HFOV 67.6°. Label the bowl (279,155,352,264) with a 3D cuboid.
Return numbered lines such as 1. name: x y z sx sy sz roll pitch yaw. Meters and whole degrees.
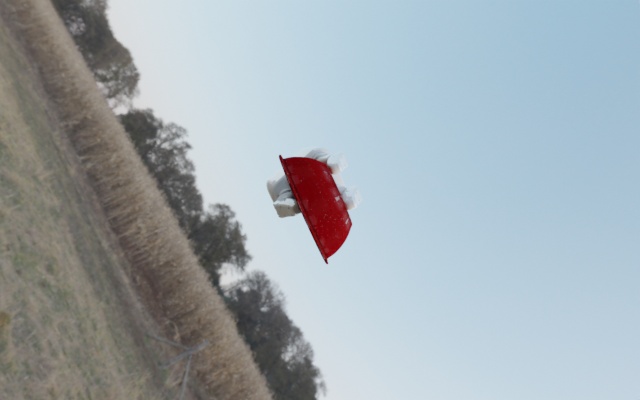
1. bowl: 0.001 0.003 0.644 0.055 0.162 0.162 -24 0 0
